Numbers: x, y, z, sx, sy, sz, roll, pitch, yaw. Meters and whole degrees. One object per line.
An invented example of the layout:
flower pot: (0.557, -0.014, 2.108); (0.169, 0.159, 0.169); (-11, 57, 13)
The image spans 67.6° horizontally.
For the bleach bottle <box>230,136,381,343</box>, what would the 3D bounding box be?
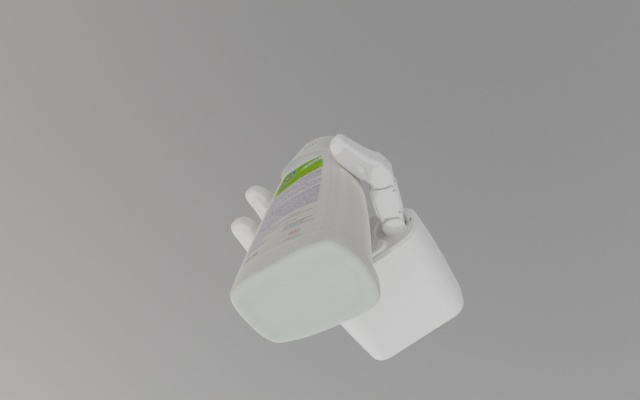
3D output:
bleach bottle: (0.000, 0.001, 0.418); (0.102, 0.068, 0.250); (-28, 24, 22)
